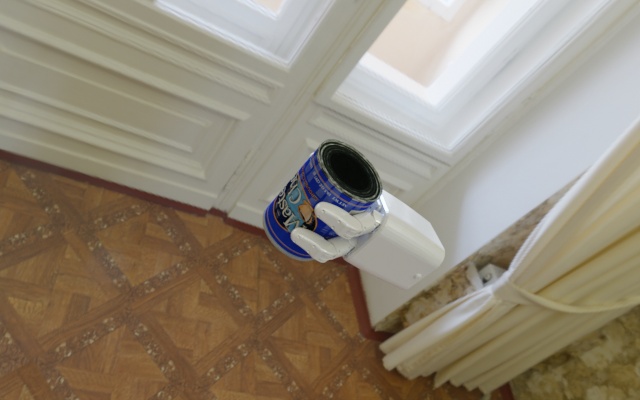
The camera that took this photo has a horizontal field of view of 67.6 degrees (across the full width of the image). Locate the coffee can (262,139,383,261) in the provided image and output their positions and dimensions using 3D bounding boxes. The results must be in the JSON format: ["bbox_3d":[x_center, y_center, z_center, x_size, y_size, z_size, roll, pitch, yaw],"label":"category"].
[{"bbox_3d":[0.000,0.002,0.644,0.103,0.102,0.140,0,-36,-44],"label":"coffee can"}]
